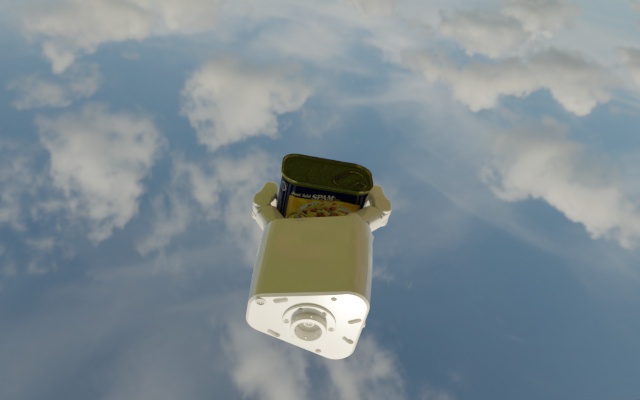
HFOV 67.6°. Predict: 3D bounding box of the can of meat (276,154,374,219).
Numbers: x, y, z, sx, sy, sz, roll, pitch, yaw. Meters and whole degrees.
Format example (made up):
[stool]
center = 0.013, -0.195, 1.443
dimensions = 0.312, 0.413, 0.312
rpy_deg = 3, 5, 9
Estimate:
[can of meat]
center = 0.000, 0.002, 0.544
dimensions = 0.102, 0.084, 0.057
rpy_deg = 9, 35, -7
